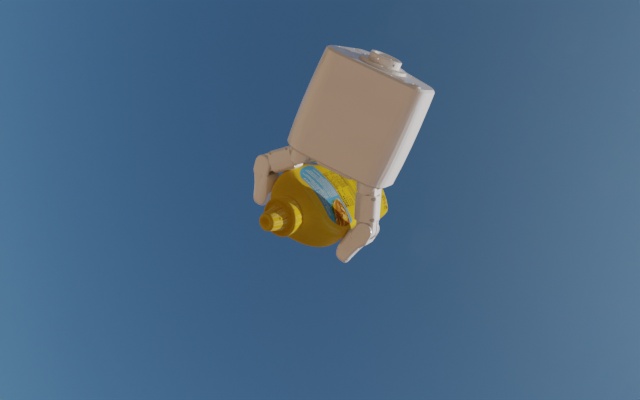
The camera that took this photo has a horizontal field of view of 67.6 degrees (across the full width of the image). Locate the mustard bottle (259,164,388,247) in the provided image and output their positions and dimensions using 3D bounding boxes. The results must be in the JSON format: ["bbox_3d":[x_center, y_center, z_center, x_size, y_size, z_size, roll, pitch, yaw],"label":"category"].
[{"bbox_3d":[0.000,0.002,0.536,0.058,0.096,0.191,-40,-12,33],"label":"mustard bottle"}]
